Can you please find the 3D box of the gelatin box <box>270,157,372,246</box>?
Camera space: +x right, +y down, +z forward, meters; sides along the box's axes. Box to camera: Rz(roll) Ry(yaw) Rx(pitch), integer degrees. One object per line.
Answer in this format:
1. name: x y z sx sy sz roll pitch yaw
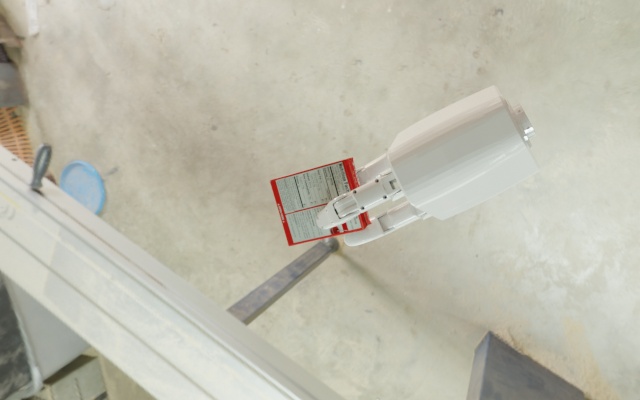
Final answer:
1. gelatin box: 0.000 0.002 0.493 0.089 0.073 0.030 -14 5 21
